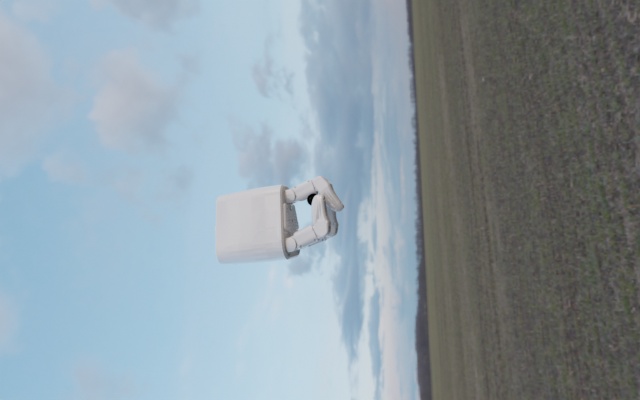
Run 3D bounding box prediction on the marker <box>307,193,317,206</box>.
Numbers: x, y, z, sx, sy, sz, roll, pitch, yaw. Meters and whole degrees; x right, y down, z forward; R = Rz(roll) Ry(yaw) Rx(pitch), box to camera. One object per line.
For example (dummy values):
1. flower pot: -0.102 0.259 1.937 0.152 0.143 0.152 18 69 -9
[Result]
1. marker: 0.000 0.002 0.742 0.020 0.020 0.121 0 -3 11
